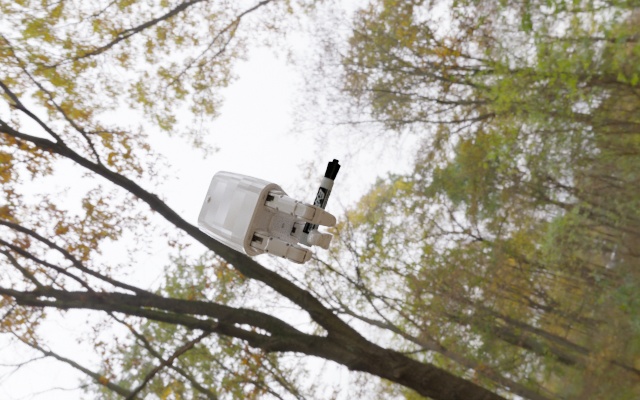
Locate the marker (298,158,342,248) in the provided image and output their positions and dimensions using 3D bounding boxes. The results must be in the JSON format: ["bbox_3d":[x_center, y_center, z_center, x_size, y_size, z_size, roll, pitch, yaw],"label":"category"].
[{"bbox_3d":[0.000,0.002,0.627,0.020,0.121,0.020,20,-3,1],"label":"marker"}]
